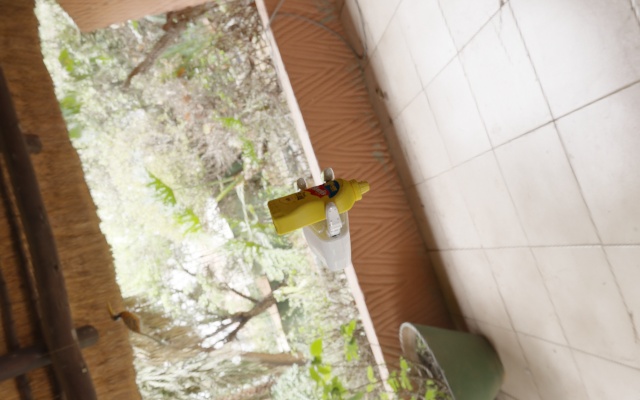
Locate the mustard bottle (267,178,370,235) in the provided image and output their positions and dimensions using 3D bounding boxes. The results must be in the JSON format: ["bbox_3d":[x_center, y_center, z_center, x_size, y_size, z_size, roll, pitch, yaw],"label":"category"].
[{"bbox_3d":[0.000,0.003,0.890,0.191,0.058,0.096,-19,22,-7],"label":"mustard bottle"}]
